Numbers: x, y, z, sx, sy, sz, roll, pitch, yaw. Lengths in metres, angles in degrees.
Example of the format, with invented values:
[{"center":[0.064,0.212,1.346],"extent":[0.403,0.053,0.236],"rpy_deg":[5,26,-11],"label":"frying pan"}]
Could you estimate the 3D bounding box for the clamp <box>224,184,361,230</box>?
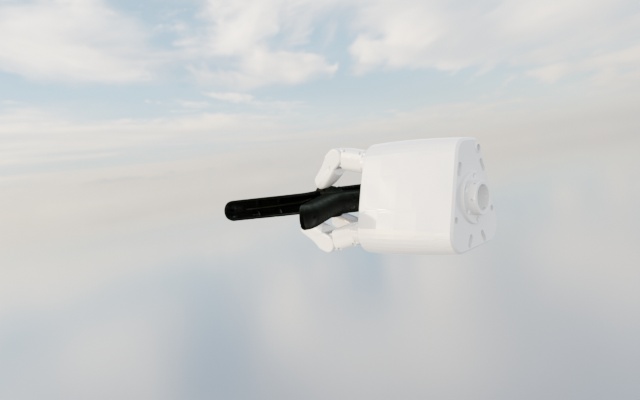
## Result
[{"center":[0.001,0.001,0.580],"extent":[0.164,0.036,0.210],"rpy_deg":[2,10,44],"label":"clamp"}]
